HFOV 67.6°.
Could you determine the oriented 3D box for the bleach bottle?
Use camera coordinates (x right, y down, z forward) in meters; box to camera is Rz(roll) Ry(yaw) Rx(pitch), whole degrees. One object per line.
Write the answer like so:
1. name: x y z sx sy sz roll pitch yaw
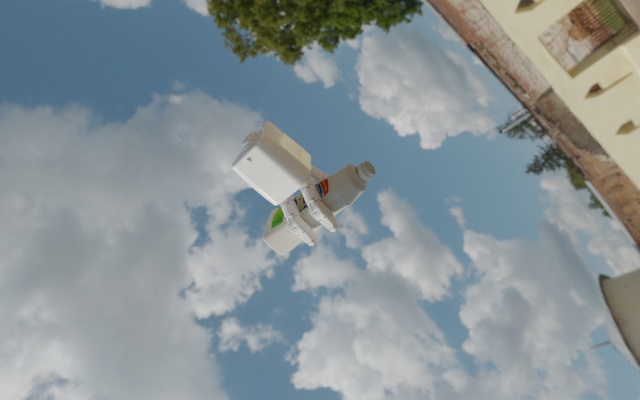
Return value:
1. bleach bottle: 0.000 0.003 0.871 0.068 0.102 0.251 40 -55 -19
